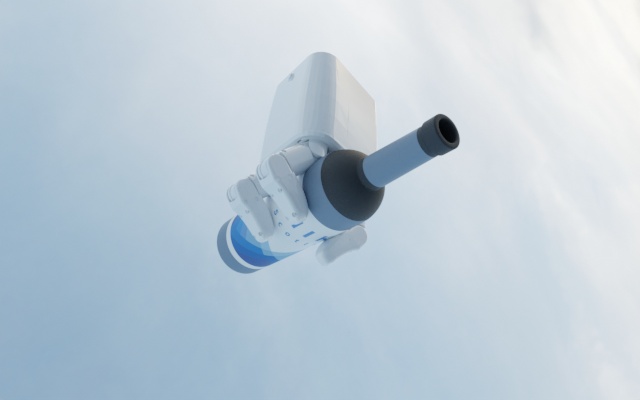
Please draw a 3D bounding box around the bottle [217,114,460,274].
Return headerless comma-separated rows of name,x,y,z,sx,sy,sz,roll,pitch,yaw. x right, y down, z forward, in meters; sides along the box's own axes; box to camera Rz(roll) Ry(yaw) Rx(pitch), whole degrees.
bottle,0.000,0.002,0.437,0.069,0.069,0.296,0,-20,-39
